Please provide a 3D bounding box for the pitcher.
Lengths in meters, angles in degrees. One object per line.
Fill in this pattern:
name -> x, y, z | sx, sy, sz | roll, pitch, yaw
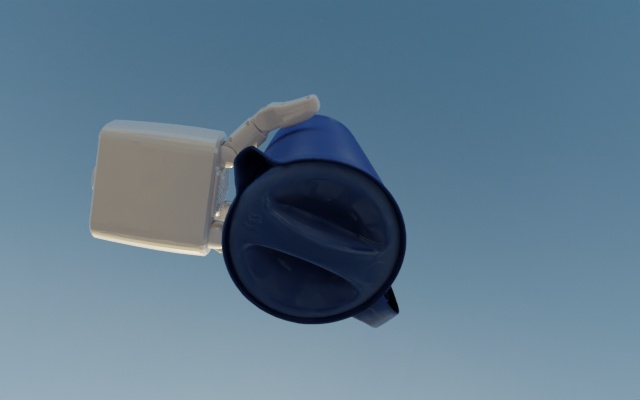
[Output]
pitcher -> 0.000, 0.001, 0.452 | 0.145, 0.149, 0.242 | 5, 21, -2
